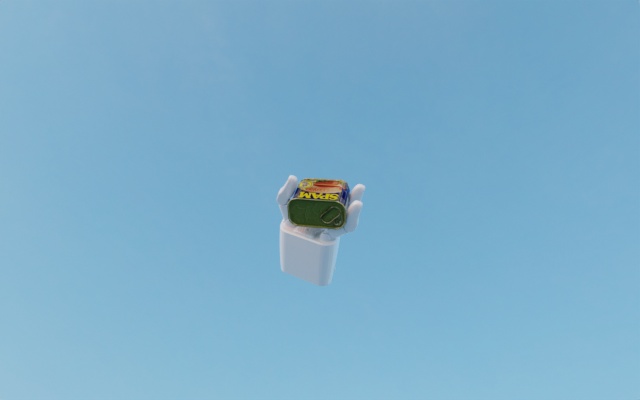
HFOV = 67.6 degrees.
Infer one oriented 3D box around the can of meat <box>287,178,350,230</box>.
[{"bbox_3d":[0.000,0.003,0.851,0.102,0.057,0.084,4,31,9],"label":"can of meat"}]
